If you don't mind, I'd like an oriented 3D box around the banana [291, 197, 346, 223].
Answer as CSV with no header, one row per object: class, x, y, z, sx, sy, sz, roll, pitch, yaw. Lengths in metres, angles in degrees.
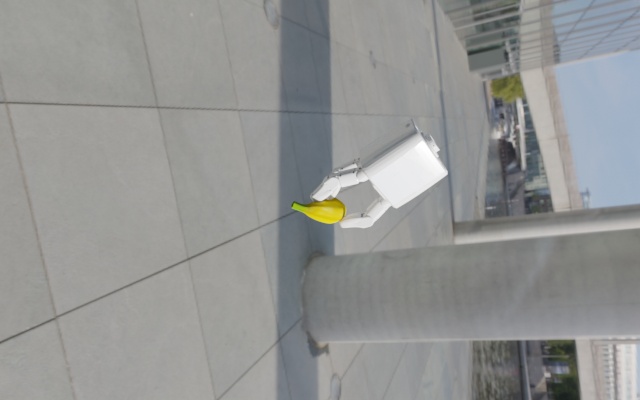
banana,0.014,0.013,0.863,0.069,0.037,0.198,34,10,14
